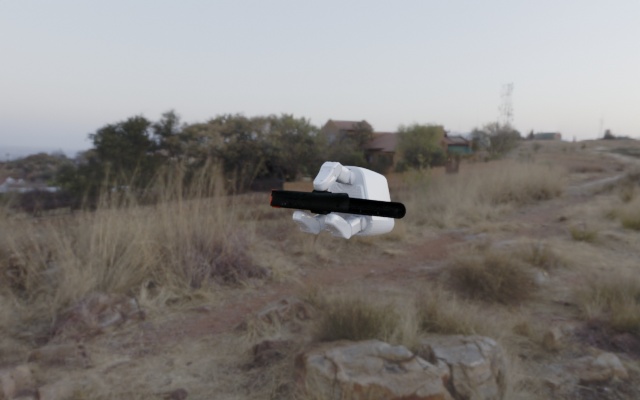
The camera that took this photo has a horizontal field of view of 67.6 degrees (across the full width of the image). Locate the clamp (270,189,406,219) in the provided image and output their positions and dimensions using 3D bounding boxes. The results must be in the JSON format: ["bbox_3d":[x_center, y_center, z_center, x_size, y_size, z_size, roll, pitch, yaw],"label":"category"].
[{"bbox_3d":[0.000,0.001,0.703,0.210,0.036,0.164,5,-3,31],"label":"clamp"}]
